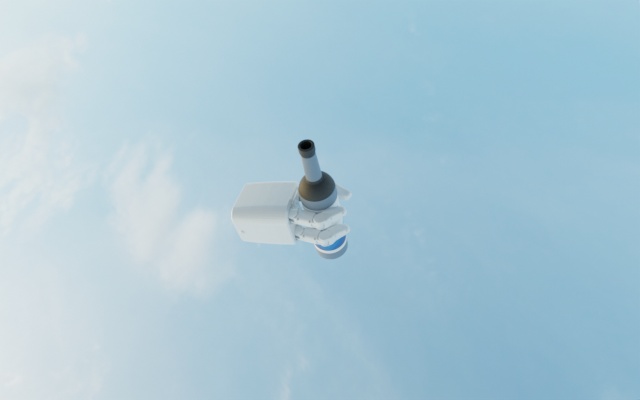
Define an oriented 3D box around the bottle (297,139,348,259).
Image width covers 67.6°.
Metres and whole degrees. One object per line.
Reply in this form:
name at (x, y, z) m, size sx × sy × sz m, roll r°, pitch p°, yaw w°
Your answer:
bottle at (0.000, 0.003, 0.860) m, size 0.069 × 0.069 × 0.296 m, roll 0°, pitch -37°, yaw 11°
